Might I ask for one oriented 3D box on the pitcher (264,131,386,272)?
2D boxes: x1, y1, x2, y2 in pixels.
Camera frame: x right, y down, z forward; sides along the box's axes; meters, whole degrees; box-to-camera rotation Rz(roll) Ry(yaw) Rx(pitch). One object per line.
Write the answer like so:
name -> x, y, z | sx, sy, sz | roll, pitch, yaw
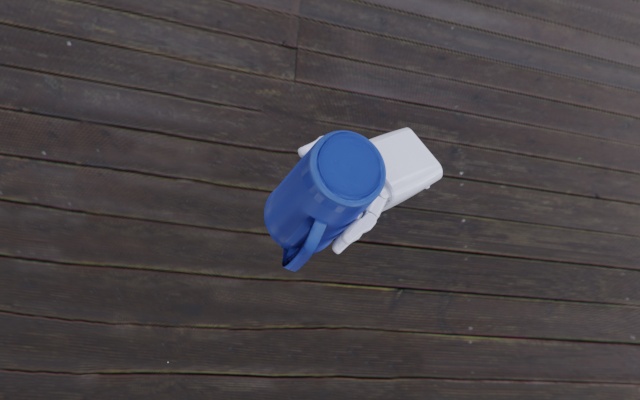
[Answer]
pitcher -> 0.000, 0.002, 0.718 | 0.145, 0.149, 0.243 | -22, -10, -23
